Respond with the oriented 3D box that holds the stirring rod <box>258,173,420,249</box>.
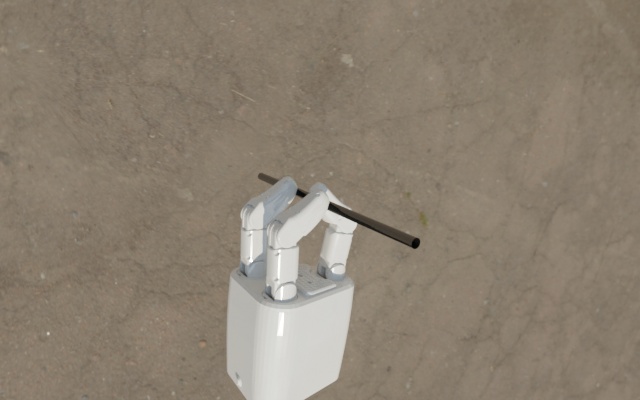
[{"bbox_3d":[0.000,0.001,0.420,0.011,0.011,0.239,0,13,-33],"label":"stirring rod"}]
